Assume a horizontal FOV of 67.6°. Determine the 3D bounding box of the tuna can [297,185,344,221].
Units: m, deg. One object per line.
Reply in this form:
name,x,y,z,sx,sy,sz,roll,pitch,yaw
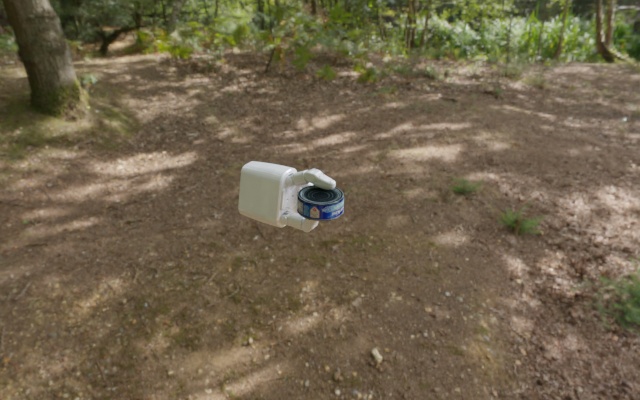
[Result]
tuna can,0.000,0.002,0.864,0.086,0.034,0.086,1,26,-1
